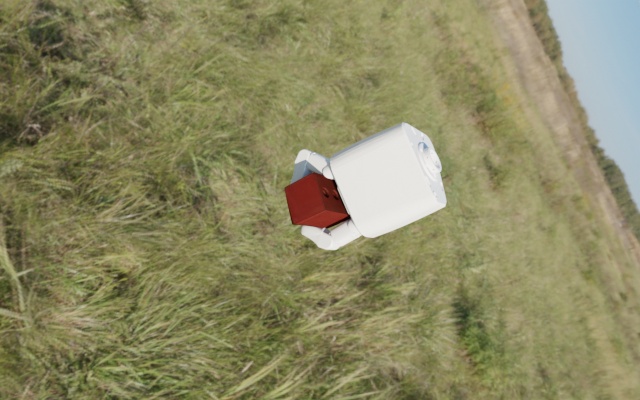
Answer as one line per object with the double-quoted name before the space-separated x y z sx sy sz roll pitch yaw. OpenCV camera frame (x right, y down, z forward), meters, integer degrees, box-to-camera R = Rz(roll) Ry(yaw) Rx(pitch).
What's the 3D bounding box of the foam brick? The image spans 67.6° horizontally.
"foam brick" 0.000 0.002 0.618 0.051 0.053 0.078 -25 -20 30
